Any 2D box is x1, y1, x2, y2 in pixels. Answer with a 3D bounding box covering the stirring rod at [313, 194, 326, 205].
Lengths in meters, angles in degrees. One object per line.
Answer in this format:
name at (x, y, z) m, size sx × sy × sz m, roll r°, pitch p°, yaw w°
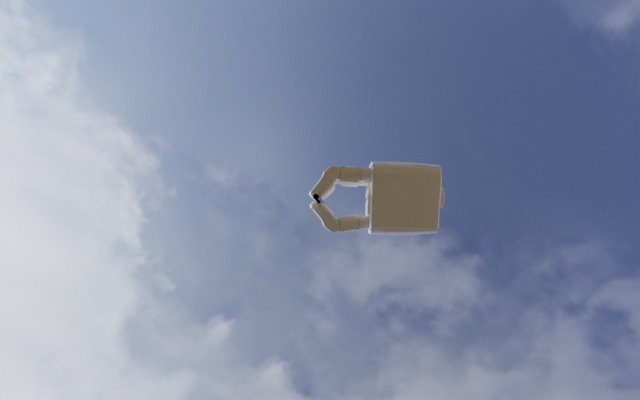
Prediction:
stirring rod at (0.000, 0.003, 0.784) m, size 0.011 × 0.011 × 0.239 m, roll 0°, pitch -4°, yaw 3°
